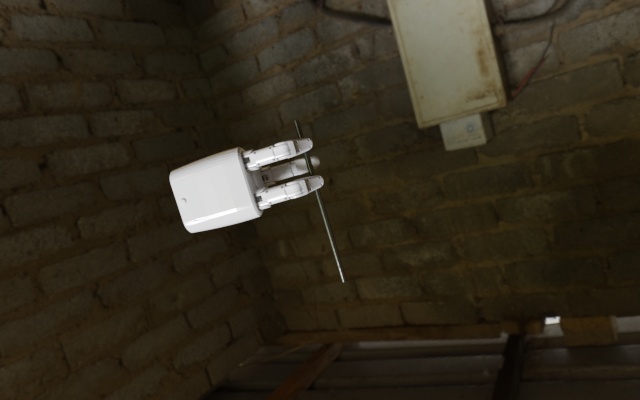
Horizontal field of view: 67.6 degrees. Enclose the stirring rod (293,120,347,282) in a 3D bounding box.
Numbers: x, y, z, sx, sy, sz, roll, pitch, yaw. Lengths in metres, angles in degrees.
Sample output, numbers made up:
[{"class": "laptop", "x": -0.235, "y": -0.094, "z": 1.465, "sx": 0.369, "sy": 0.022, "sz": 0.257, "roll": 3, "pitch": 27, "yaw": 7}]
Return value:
[{"class": "stirring rod", "x": 0.000, "y": 0.002, "z": 0.682, "sx": 0.011, "sy": 0.239, "sz": 0.011, "roll": -17, "pitch": 5, "yaw": 1}]
